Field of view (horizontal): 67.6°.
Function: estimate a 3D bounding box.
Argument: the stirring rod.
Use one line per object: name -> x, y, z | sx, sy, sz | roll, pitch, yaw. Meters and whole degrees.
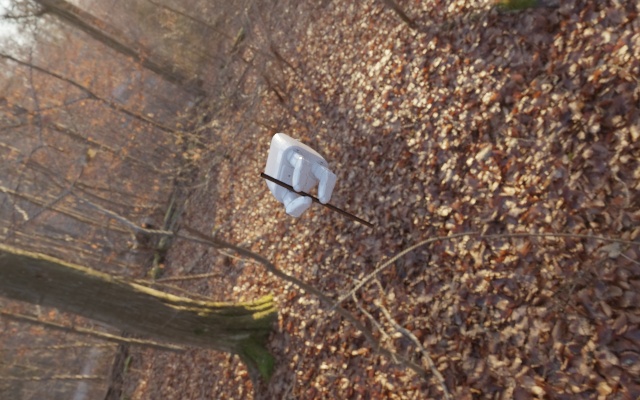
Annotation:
stirring rod -> 0.000, 0.003, 0.836 | 0.239, 0.011, 0.011 | 25, -12, -27
